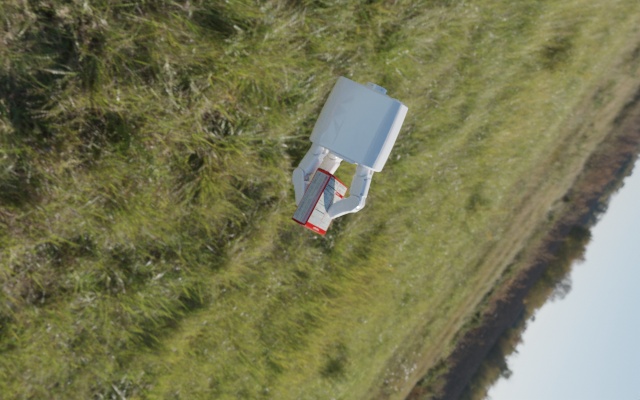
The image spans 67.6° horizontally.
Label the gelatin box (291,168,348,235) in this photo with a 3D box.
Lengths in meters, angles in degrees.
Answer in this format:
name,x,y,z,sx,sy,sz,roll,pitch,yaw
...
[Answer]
name,x,y,z,sx,sy,sz,roll,pitch,yaw
gelatin box,0.000,0.003,0.735,0.030,0.089,0.073,25,-3,27
